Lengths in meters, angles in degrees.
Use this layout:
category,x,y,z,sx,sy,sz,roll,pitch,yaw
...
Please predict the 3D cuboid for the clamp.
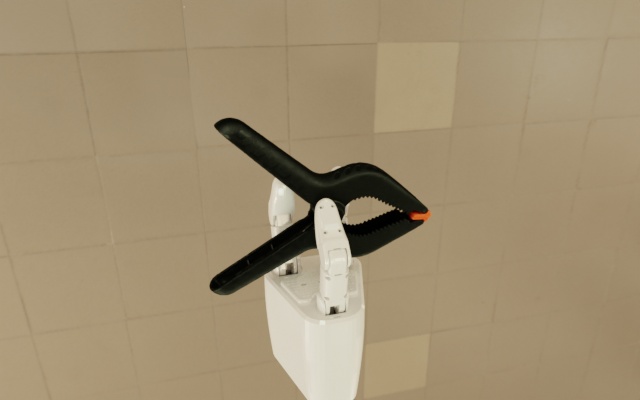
category,x,y,z,sx,sy,sz,roll,pitch,yaw
clamp,0.001,0.002,0.429,0.210,0.165,0.036,-6,28,-13
